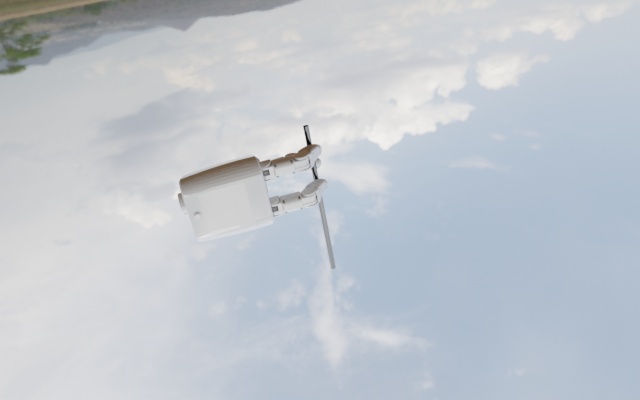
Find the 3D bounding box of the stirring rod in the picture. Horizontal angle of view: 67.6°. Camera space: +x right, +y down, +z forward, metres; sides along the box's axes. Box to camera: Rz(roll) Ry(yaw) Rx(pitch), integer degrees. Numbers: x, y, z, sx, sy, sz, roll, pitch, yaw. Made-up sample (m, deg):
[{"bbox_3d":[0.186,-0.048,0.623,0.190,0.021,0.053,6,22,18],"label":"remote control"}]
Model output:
[{"bbox_3d":[0.000,0.002,0.715,0.011,0.240,0.011,-9,27,4],"label":"stirring rod"}]
